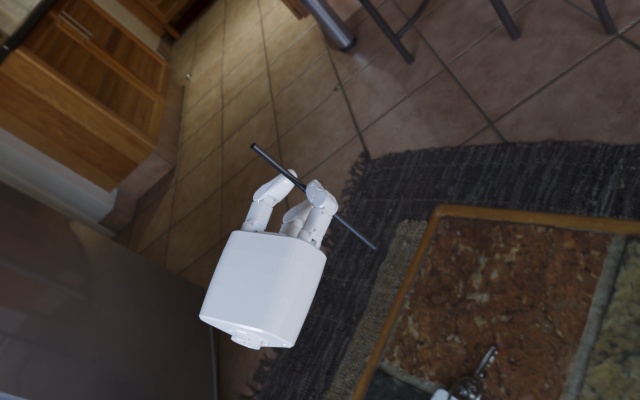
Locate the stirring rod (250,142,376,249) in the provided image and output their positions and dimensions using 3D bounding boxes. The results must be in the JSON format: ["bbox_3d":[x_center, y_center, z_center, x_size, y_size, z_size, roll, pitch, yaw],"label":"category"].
[{"bbox_3d":[0.000,0.002,0.597,0.011,0.011,0.240,0,-32,47],"label":"stirring rod"}]
